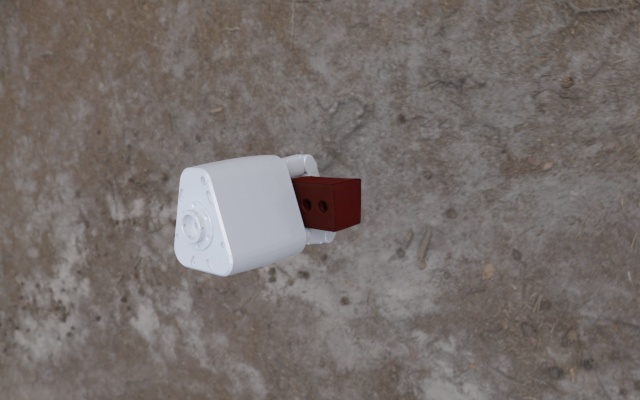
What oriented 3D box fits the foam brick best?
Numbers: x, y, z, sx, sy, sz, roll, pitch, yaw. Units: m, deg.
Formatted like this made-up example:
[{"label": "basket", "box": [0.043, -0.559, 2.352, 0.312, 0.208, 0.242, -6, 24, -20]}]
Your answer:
[{"label": "foam brick", "box": [0.000, 0.002, 0.535, 0.078, 0.053, 0.051, 5, 11, 38]}]
